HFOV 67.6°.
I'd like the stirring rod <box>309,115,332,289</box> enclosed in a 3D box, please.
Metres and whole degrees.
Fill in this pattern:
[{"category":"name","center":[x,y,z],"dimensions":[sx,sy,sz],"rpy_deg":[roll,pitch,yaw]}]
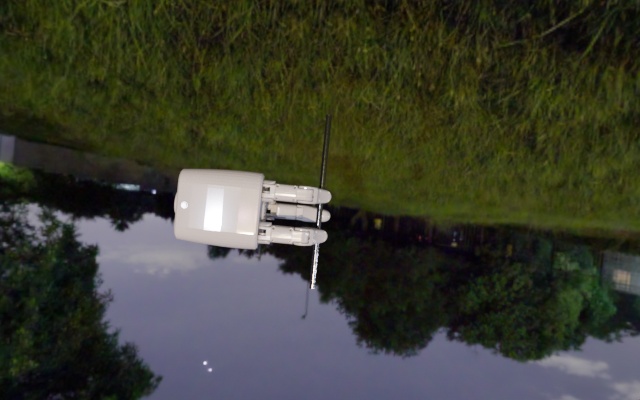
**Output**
[{"category":"stirring rod","center":[0.000,0.002,0.660],"dimensions":[0.011,0.239,0.011],"rpy_deg":[6,1,0]}]
